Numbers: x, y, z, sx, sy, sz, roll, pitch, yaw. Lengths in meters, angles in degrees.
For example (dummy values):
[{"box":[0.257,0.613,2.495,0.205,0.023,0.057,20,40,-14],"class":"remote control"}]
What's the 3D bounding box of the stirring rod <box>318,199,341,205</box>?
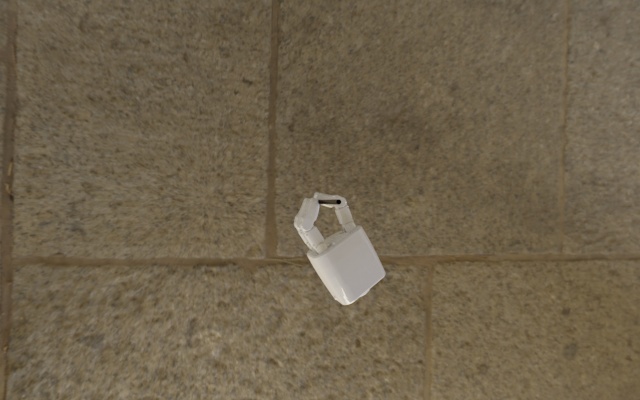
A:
[{"box":[0.000,0.003,0.841,0.011,0.011,0.239,0,0,-13],"class":"stirring rod"}]
